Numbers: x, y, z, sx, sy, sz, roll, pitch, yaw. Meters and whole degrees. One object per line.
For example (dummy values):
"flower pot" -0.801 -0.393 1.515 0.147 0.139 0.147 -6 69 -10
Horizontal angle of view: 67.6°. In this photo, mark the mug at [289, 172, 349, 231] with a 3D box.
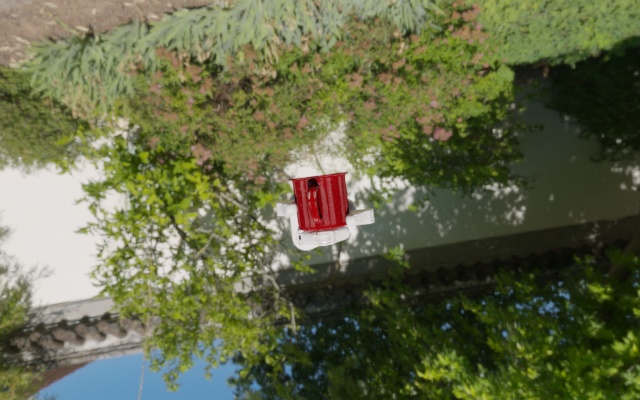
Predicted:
"mug" 0.000 0.003 0.726 0.093 0.081 0.117 -7 2 8
